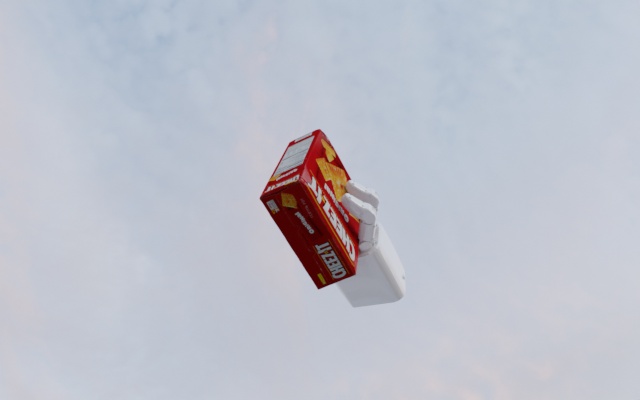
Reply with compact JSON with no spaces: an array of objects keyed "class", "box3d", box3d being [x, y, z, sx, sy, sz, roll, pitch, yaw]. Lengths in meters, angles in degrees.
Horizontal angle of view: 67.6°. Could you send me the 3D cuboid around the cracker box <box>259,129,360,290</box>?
[{"class":"cracker box","box3d":[0.000,0.002,0.731,0.072,0.164,0.213,-24,21,19]}]
